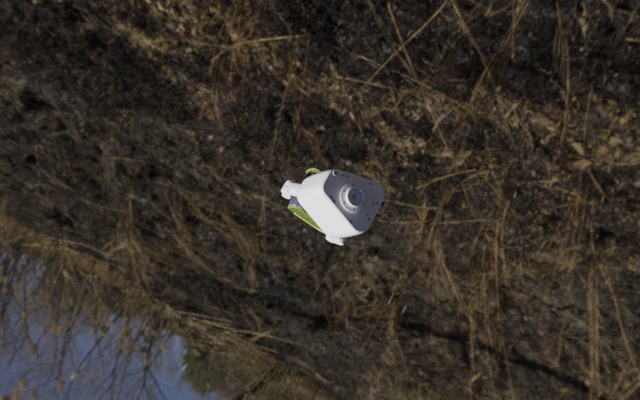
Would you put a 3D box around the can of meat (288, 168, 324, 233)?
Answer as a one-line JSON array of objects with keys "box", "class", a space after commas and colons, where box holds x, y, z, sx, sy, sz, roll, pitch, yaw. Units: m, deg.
[{"box": [0.000, 0.003, 0.895, 0.102, 0.084, 0.057, 35, -18, -18], "class": "can of meat"}]
